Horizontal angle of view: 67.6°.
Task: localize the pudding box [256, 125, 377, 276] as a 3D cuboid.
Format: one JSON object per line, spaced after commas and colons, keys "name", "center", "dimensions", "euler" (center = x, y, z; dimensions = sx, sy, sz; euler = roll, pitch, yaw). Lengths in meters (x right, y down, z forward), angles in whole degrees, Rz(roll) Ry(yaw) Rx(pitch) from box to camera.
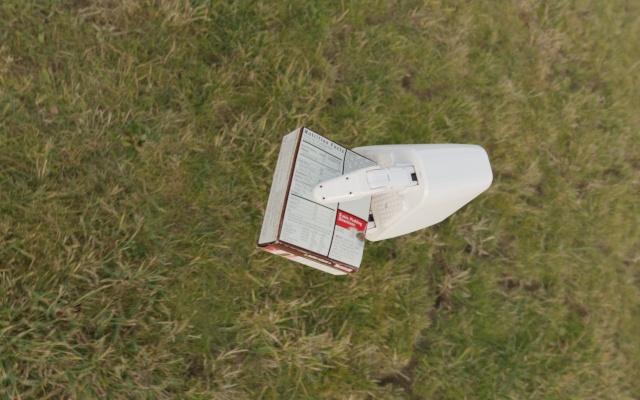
{"name": "pudding box", "center": [0.000, 0.001, 0.430], "dimensions": [0.090, 0.113, 0.039], "euler": [23, -25, -27]}
